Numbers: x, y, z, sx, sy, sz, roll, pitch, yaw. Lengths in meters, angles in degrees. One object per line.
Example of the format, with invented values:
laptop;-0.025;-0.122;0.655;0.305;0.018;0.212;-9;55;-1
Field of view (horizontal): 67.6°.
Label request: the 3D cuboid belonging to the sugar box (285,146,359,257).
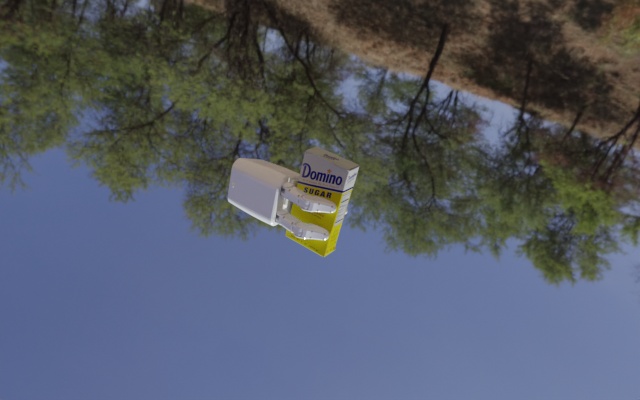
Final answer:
sugar box;0.000;0.003;0.851;0.093;0.176;0.048;26;30;23
